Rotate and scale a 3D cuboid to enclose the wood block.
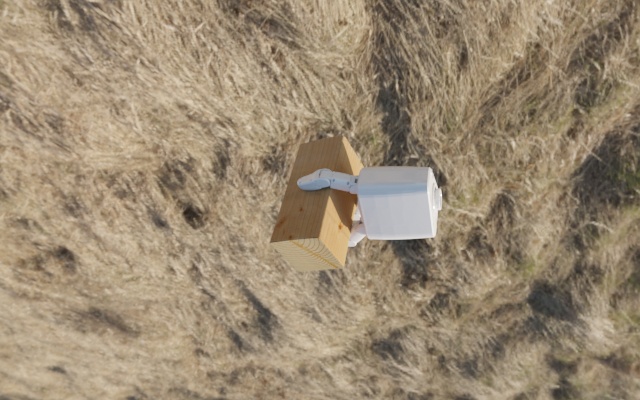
[{"bbox_3d":[0.000,0.002,0.790,0.090,0.206,0.091,-9,-41,29],"label":"wood block"}]
